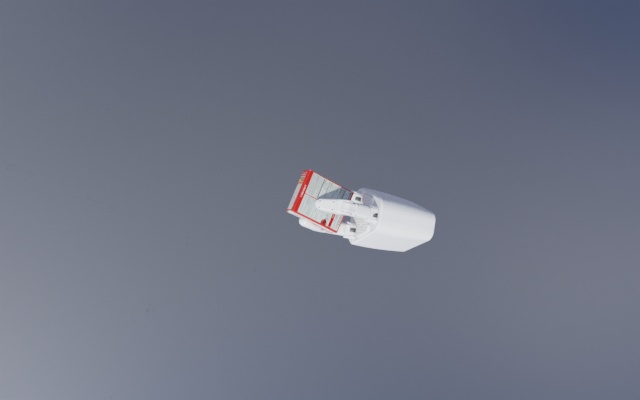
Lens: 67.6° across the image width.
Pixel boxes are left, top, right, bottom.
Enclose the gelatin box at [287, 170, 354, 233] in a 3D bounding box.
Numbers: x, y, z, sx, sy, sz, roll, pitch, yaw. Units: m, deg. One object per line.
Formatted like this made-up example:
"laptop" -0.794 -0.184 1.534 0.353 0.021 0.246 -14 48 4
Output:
"gelatin box" 0.000 0.002 0.765 0.089 0.073 0.030 27 -12 -23
